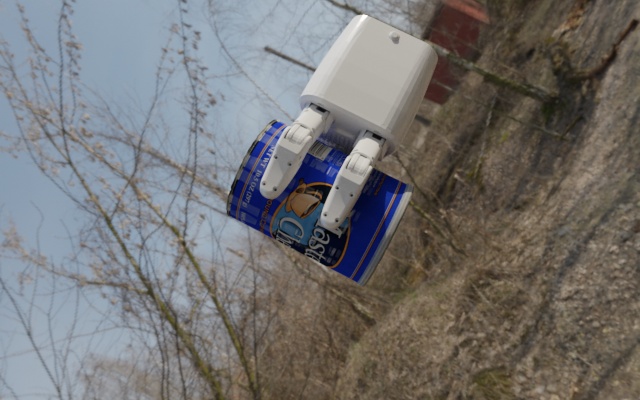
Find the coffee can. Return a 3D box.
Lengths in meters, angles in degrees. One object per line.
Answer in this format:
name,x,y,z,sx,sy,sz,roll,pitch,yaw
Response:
coffee can,0.000,0.002,0.442,0.140,0.103,0.103,27,2,5
